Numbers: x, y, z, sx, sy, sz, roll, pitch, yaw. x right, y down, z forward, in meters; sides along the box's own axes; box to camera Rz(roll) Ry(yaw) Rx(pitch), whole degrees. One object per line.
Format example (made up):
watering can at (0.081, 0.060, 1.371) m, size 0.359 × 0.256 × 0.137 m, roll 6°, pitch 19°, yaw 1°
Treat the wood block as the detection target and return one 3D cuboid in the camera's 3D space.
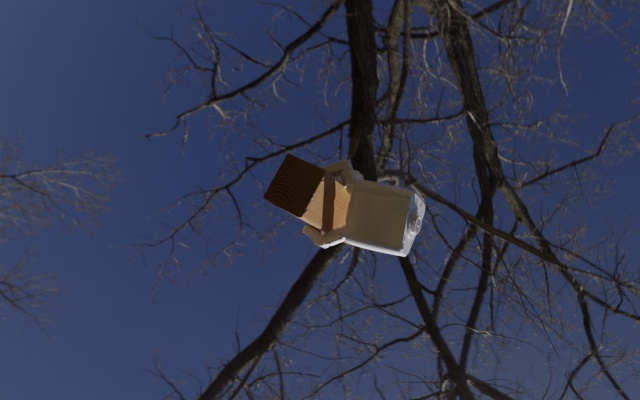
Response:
wood block at (0.000, 0.003, 0.877) m, size 0.090 × 0.091 × 0.206 m, roll 27°, pitch -4°, yaw 32°
